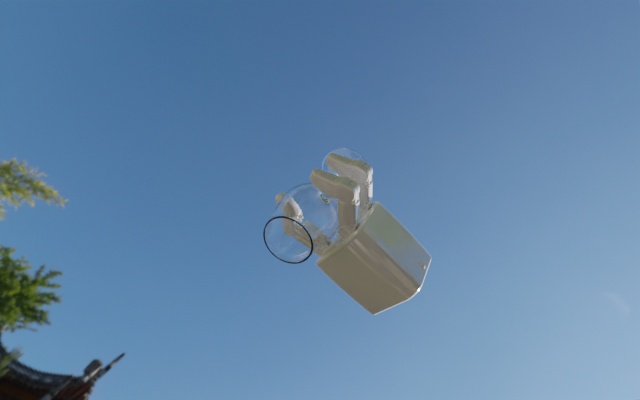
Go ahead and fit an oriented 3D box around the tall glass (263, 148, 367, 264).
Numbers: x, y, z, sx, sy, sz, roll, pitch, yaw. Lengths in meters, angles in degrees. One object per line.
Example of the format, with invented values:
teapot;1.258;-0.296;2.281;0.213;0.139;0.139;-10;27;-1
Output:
tall glass;0.000;0.002;0.615;0.079;0.079;0.201;0;26;25
